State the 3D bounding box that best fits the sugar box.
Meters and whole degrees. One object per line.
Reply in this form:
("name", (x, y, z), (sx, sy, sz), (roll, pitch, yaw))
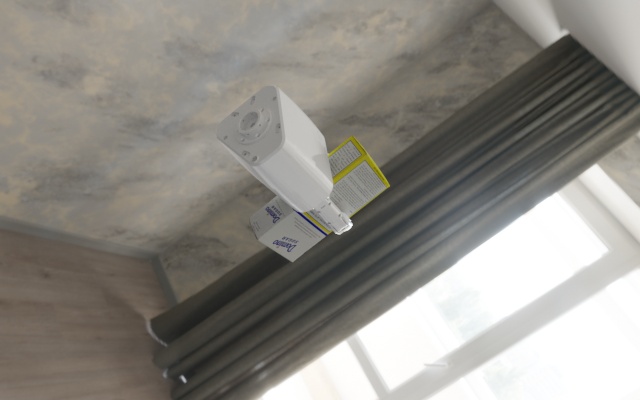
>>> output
("sugar box", (0.000, 0.002, 0.635), (0.176, 0.048, 0.093), (-36, -38, 8))
